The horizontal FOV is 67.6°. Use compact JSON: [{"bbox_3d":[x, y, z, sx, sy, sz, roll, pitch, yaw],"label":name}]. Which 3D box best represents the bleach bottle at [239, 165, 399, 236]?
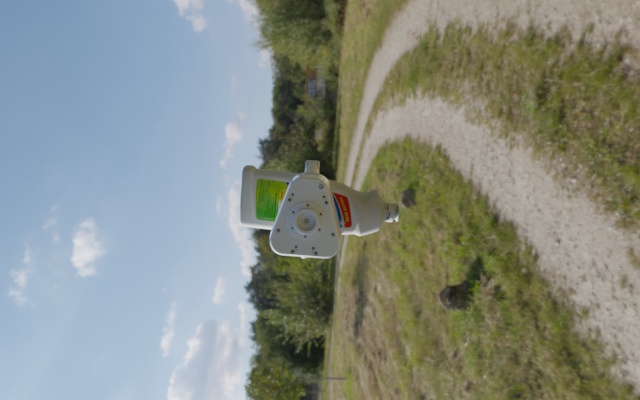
[{"bbox_3d":[0.000,0.003,0.769,0.251,0.102,0.068,4,4,0],"label":"bleach bottle"}]
